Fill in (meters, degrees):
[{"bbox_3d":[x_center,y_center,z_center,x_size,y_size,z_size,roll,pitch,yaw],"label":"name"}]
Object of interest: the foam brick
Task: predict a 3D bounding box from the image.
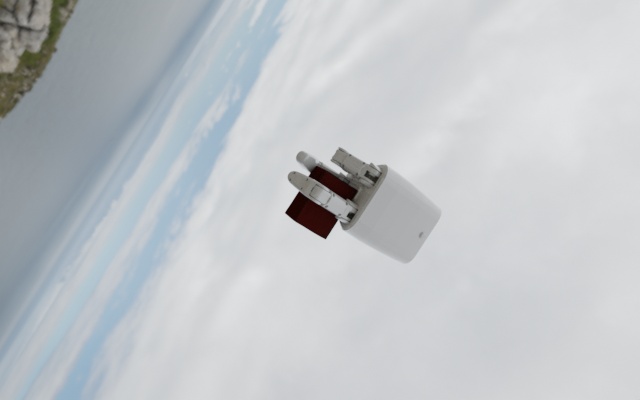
[{"bbox_3d":[0.000,0.002,0.621,0.051,0.078,0.053,33,1,-22],"label":"foam brick"}]
